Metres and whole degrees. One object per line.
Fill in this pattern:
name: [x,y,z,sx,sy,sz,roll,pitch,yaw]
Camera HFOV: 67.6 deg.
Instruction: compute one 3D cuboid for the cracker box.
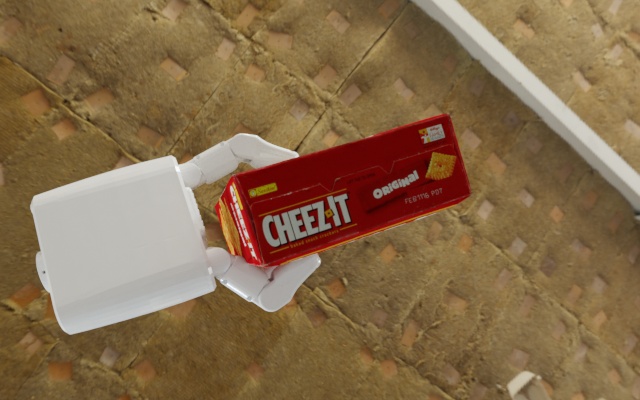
cracker box: [0.000,0.001,0.419,0.164,0.072,0.214,-18,0,-17]
